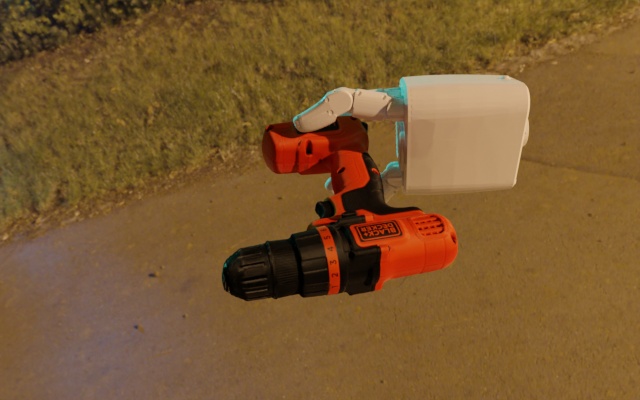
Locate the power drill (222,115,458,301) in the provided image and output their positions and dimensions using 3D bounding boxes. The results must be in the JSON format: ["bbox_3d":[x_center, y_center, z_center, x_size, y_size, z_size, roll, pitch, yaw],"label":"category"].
[{"bbox_3d":[0.000,0.001,0.417,0.184,0.057,0.187,-7,44,-14],"label":"power drill"}]
